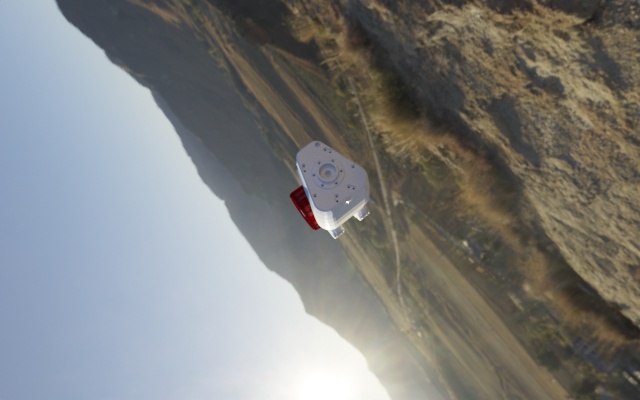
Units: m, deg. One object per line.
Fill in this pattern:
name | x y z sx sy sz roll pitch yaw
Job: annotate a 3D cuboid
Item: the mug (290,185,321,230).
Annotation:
mug | 0.000 0.003 0.865 0.081 0.093 0.117 -36 -17 -6
